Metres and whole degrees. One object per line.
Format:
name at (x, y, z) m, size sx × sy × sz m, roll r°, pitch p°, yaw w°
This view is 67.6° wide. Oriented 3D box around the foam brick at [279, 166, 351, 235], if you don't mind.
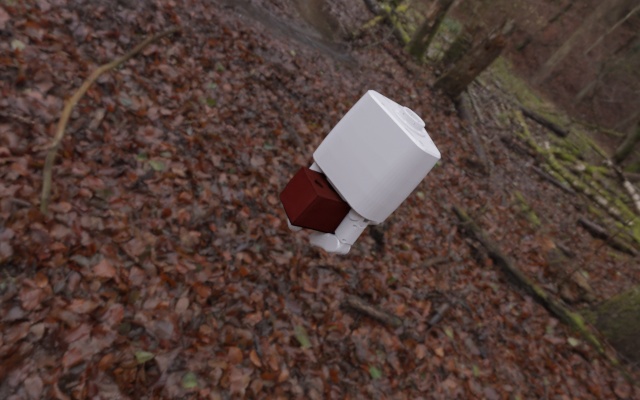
foam brick at (0.000, 0.002, 0.573) m, size 0.078 × 0.053 × 0.051 m, roll 16°, pitch -55°, yaw -42°
